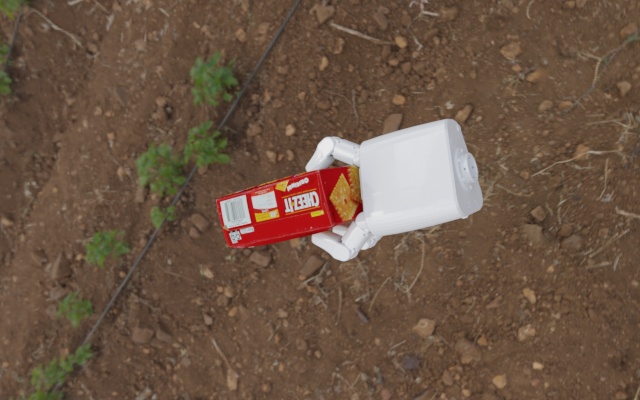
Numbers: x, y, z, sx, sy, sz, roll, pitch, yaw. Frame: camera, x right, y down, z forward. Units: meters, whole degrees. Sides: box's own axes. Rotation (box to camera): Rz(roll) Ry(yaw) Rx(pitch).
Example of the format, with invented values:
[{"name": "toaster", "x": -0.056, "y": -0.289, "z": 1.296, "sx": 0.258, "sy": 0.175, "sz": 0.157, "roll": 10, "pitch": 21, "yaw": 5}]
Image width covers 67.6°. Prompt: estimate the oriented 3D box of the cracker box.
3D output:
[{"name": "cracker box", "x": 0.000, "y": 0.002, "z": 0.628, "sx": 0.164, "sy": 0.072, "sz": 0.213, "roll": -14, "pitch": -1, "yaw": 34}]
